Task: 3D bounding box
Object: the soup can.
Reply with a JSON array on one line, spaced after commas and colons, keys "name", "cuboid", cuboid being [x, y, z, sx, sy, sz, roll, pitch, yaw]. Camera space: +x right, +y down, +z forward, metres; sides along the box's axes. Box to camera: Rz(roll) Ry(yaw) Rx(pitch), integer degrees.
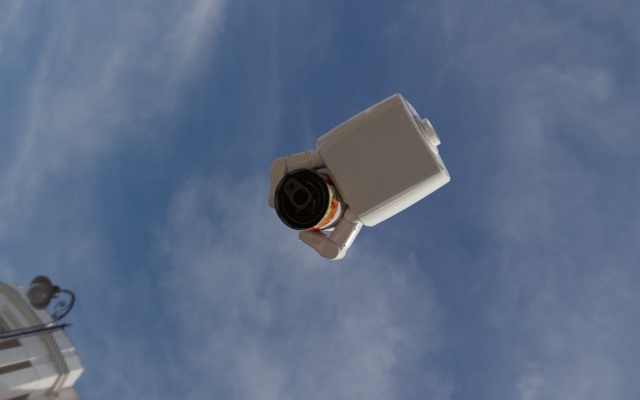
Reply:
[{"name": "soup can", "cuboid": [0.000, 0.002, 0.562, 0.068, 0.068, 0.102, 0, -4, 25]}]
